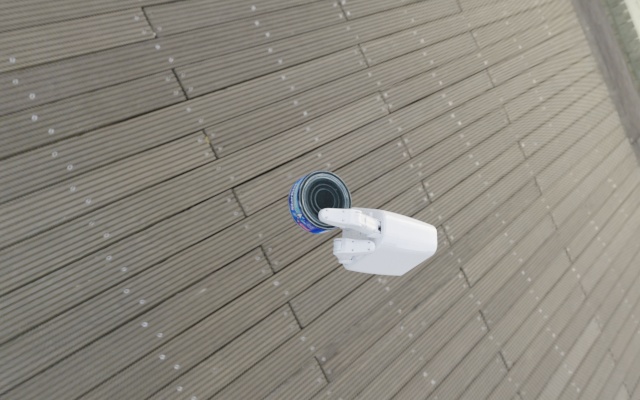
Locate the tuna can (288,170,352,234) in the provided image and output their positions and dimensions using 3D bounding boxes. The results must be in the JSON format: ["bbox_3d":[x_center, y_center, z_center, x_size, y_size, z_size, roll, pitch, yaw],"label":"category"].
[{"bbox_3d":[0.000,0.002,0.664,0.086,0.086,0.034,0,-12,-29],"label":"tuna can"}]
